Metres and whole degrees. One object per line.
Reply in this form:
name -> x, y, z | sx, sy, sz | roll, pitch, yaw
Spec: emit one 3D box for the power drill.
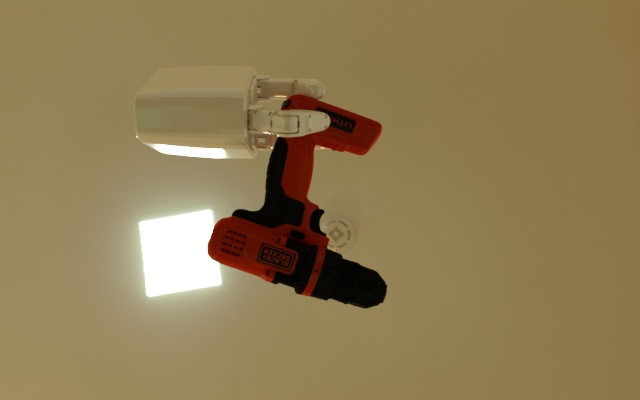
power drill -> 0.000, 0.001, 0.482 | 0.184, 0.187, 0.057 | 20, -10, -8
